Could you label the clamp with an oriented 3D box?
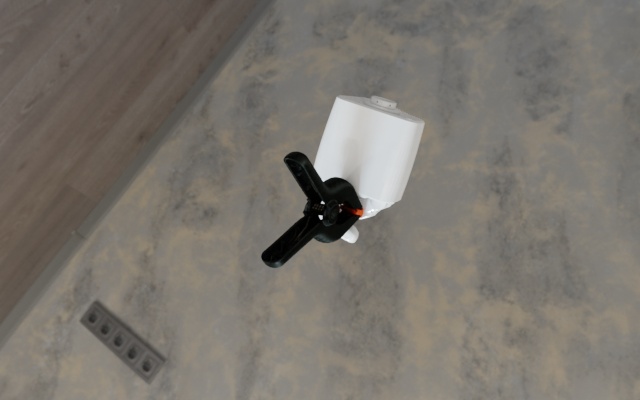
[{"bbox_3d":[0.001,0.002,0.537,0.039,0.120,0.171,24,20,26],"label":"clamp"}]
